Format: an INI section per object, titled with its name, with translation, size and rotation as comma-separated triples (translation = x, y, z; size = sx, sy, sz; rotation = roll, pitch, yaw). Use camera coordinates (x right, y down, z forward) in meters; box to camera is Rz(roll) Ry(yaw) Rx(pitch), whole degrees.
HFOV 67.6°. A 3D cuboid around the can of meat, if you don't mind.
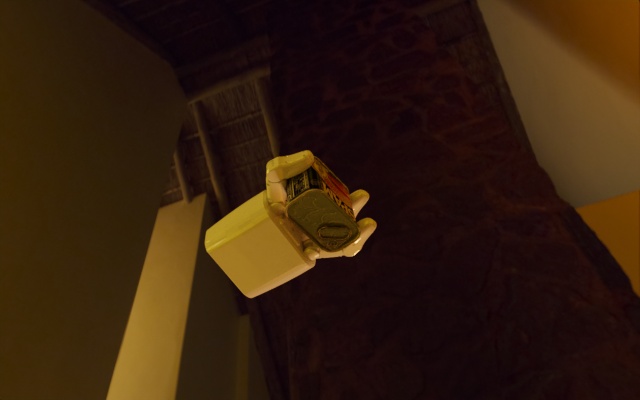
[can of meat]
translation = 0.000, 0.002, 0.602
size = 0.057, 0.084, 0.102
rotation = -34, -56, 18
